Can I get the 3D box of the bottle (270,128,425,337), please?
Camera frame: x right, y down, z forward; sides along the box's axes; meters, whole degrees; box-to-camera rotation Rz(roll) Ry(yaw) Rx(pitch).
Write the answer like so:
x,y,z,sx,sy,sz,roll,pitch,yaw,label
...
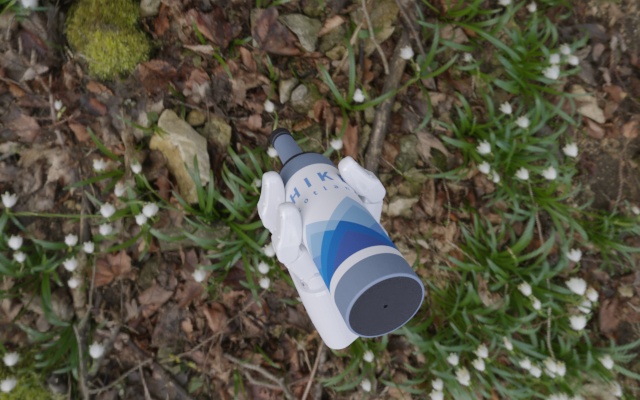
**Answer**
x,y,z,sx,sy,sz,roll,pitch,yaw,label
0.000,0.002,0.475,0.069,0.069,0.295,0,33,-24,bottle
